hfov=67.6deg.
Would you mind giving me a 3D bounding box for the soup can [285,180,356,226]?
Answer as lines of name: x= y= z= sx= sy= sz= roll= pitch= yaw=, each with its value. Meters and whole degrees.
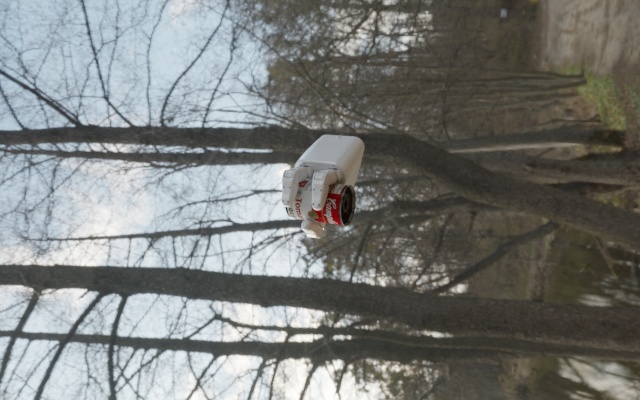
soup can: x=0.000 y=0.003 z=0.801 sx=0.102 sy=0.068 sz=0.068 roll=7 pitch=3 yaw=23
